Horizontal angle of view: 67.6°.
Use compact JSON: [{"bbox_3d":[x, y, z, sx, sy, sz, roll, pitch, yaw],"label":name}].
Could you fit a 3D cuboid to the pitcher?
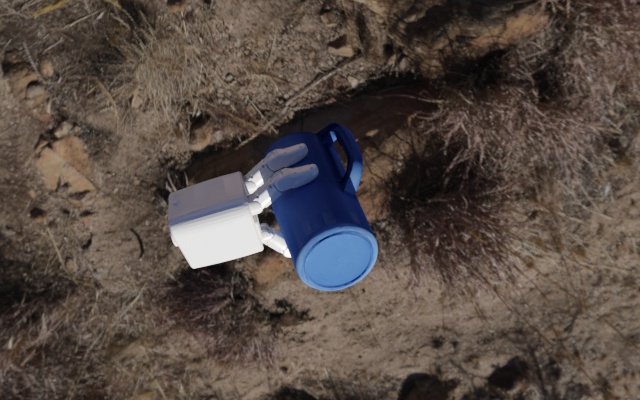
[{"bbox_3d":[0.000,0.002,0.681,0.145,0.149,0.242,-15,36,-7],"label":"pitcher"}]
